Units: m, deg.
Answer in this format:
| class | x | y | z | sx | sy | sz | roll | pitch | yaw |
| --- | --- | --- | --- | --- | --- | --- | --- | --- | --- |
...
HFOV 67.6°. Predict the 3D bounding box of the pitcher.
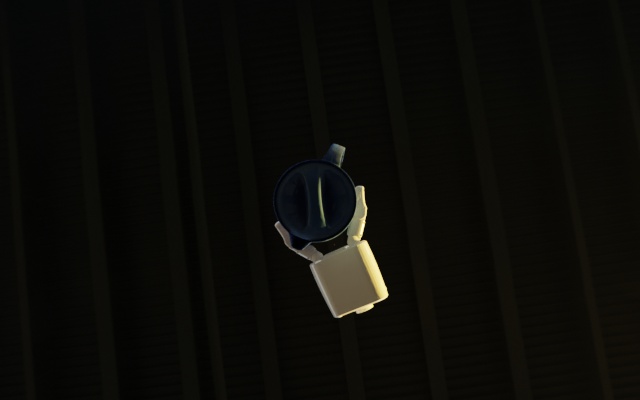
| class | x | y | z | sx | sy | sz | roll | pitch | yaw |
| --- | --- | --- | --- | --- | --- | --- | --- | --- | --- |
| pitcher | 0.000 | 0.003 | 0.872 | 0.149 | 0.145 | 0.243 | -25 | -6 | -1 |
